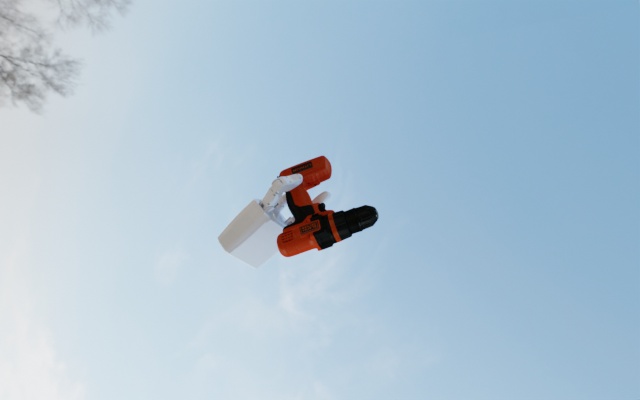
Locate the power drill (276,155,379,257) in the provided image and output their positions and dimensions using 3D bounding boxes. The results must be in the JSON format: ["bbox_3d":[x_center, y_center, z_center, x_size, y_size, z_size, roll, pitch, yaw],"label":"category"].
[{"bbox_3d":[0.000,0.003,0.873,0.184,0.187,0.057,-19,-44,6],"label":"power drill"}]
